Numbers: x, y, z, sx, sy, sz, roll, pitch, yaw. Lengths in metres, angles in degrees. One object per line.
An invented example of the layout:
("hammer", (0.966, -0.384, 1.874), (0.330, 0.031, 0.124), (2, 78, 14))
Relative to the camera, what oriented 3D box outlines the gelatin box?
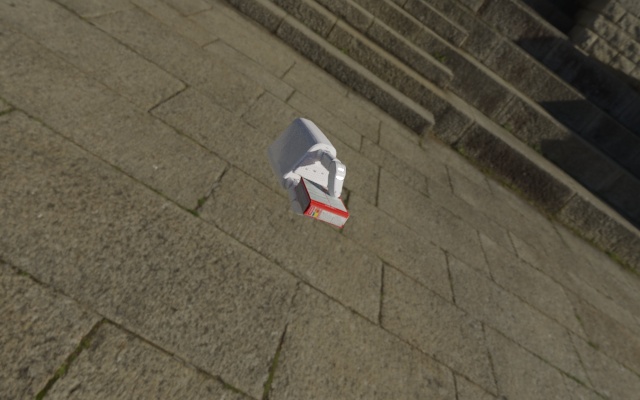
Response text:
("gelatin box", (0.000, 0.002, 0.795), (0.073, 0.030, 0.089), (21, 22, -24))
